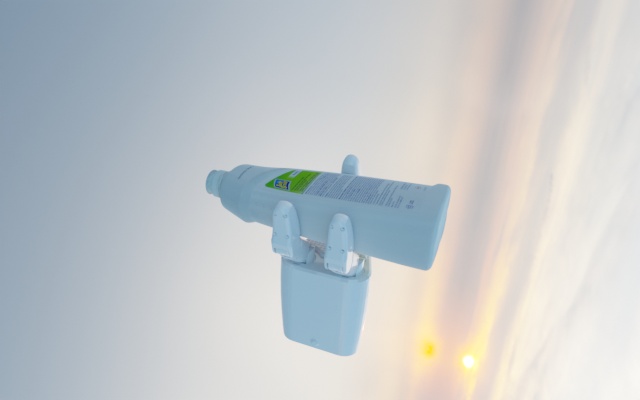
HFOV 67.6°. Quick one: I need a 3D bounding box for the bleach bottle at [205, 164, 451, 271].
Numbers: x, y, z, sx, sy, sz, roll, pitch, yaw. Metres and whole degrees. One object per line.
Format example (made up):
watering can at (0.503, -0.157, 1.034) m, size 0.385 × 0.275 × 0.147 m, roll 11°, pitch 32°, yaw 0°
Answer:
bleach bottle at (0.000, 0.002, 0.497) m, size 0.251 × 0.068 × 0.102 m, roll 12°, pitch 25°, yaw 18°
